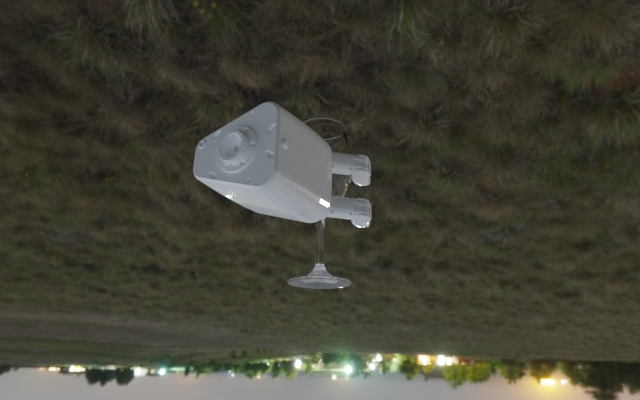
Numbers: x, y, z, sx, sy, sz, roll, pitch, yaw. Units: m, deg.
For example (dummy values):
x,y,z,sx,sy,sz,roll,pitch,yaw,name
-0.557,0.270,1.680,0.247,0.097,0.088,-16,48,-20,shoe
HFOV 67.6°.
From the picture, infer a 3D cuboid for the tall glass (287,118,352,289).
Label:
x,y,z,sx,sy,sz,roll,pitch,yaw,name
0.000,0.003,0.585,0.079,0.201,0.079,1,-19,0,tall glass
